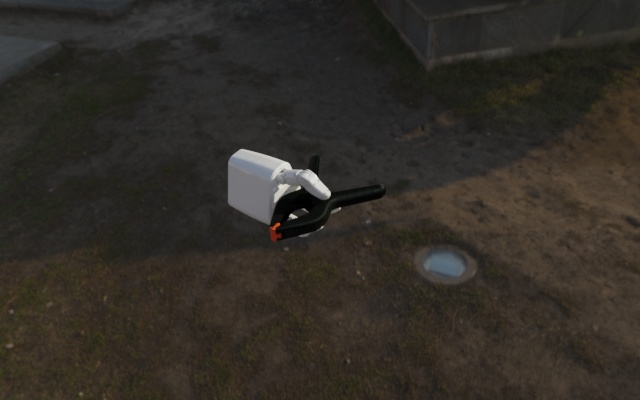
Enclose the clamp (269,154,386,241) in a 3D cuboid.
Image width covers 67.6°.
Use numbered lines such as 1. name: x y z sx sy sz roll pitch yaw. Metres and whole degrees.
1. clamp: 0.000 0.002 0.806 0.164 0.036 0.210 21 47 28
